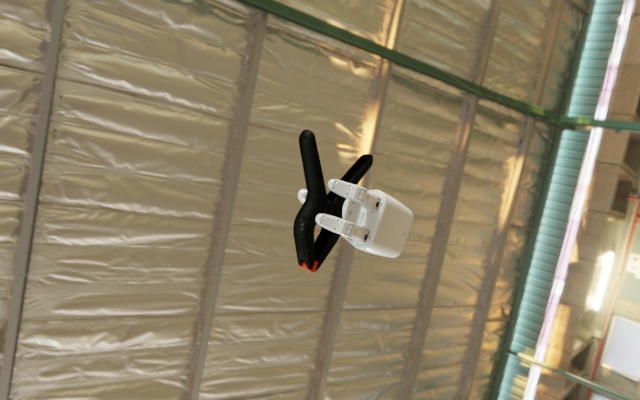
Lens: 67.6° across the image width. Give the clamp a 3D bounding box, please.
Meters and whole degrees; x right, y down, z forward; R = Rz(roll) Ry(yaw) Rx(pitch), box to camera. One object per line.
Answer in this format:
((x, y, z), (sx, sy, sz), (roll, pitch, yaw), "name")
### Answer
((-0.001, 0.003, 0.725), (0.036, 0.210, 0.164), (16, -5, 43), "clamp")
